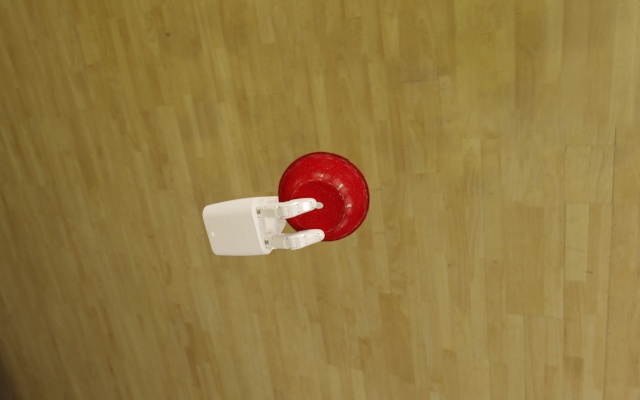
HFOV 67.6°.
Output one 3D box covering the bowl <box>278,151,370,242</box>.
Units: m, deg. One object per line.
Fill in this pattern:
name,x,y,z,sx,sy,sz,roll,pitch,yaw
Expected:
bowl,0.001,0.002,0.796,0.162,0.162,0.055,0,17,11
